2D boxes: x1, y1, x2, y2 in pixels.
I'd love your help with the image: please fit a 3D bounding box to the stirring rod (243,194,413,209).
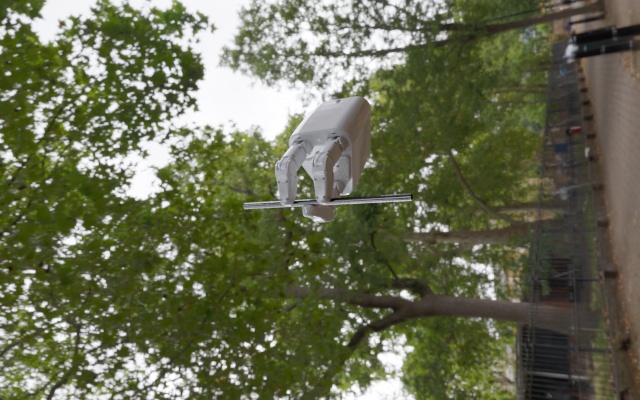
[{"bbox_3d":[0.000,0.002,0.611,0.239,0.011,0.011,-3,-2,28],"label":"stirring rod"}]
